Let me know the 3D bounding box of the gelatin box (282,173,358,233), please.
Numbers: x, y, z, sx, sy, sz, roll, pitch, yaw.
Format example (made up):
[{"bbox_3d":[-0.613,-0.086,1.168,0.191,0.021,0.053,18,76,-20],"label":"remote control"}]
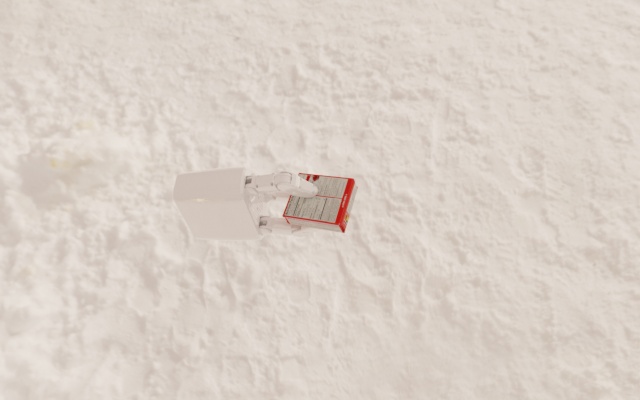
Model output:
[{"bbox_3d":[0.000,0.002,0.668,0.089,0.073,0.030,7,-26,23],"label":"gelatin box"}]
